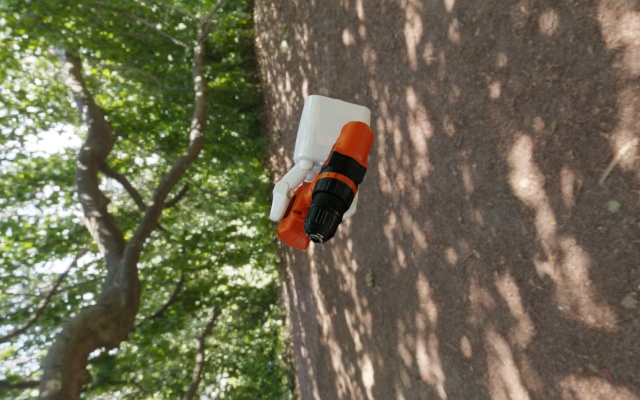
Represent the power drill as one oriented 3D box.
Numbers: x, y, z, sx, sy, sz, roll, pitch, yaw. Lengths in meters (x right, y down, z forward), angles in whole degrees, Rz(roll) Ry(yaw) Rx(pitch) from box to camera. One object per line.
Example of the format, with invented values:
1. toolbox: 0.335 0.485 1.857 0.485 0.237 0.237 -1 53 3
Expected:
1. power drill: 0.000 0.002 0.654 0.057 0.184 0.188 31 -32 -9
